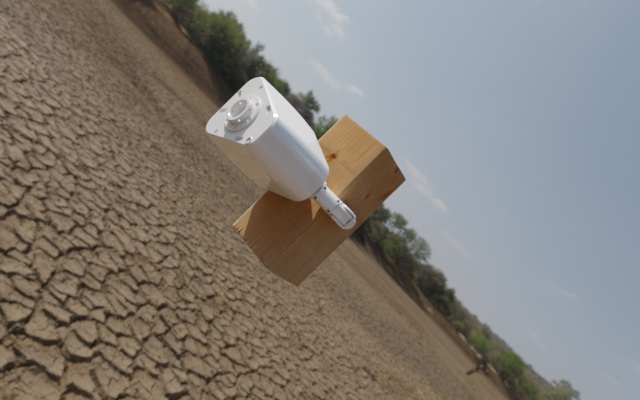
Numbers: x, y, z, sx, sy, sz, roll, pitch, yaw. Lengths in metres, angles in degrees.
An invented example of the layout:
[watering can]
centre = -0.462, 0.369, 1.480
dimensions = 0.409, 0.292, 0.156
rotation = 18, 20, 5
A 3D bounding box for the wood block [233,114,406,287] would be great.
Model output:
[wood block]
centre = 0.000, 0.002, 0.631
dimensions = 0.090, 0.206, 0.090
rotation = 46, 0, 35
